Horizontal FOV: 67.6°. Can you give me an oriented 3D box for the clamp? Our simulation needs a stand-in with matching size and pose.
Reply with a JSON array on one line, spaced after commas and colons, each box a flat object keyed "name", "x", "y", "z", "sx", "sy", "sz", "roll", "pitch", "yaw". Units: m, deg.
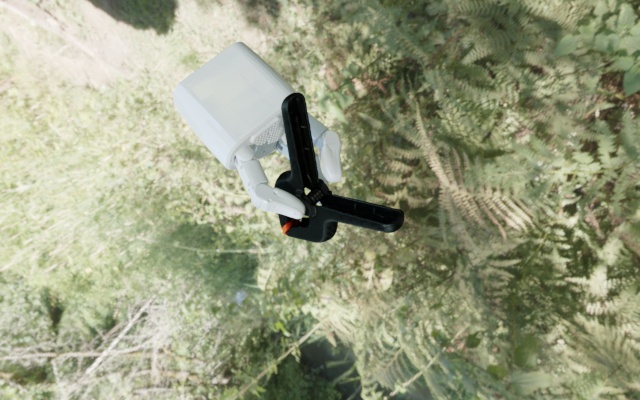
[{"name": "clamp", "x": -0.001, "y": 0.002, "z": 0.524, "sx": 0.036, "sy": 0.164, "sz": 0.210, "roll": -36, "pitch": -13, "yaw": -29}]
